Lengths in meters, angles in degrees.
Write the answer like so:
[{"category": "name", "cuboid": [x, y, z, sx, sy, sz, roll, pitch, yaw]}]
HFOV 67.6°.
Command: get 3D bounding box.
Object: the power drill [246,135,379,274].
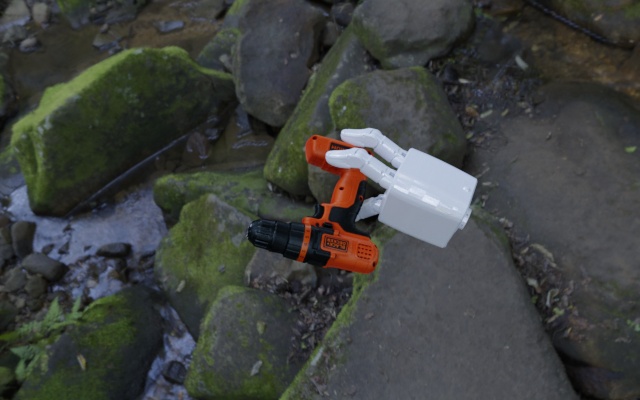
[{"category": "power drill", "cuboid": [0.000, 0.002, 0.682, 0.184, 0.187, 0.057, 15, -25, -10]}]
